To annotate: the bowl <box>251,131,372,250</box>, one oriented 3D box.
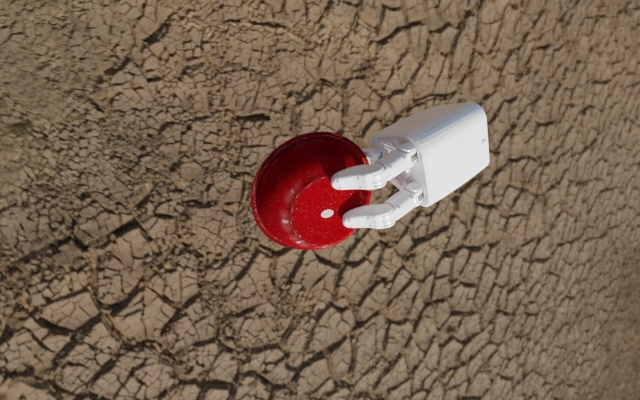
[{"bbox_3d":[-0.001,0.003,0.577,0.162,0.162,0.055,0,26,-22],"label":"bowl"}]
